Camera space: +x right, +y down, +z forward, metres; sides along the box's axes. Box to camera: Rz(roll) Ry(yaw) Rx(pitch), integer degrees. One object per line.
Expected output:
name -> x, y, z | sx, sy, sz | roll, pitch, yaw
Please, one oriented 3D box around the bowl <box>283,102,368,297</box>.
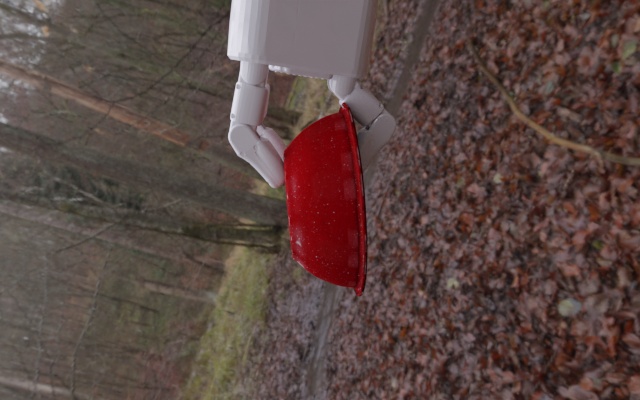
bowl -> 0.000, 0.003, 0.402 | 0.055, 0.162, 0.162 | -5, 0, -3
